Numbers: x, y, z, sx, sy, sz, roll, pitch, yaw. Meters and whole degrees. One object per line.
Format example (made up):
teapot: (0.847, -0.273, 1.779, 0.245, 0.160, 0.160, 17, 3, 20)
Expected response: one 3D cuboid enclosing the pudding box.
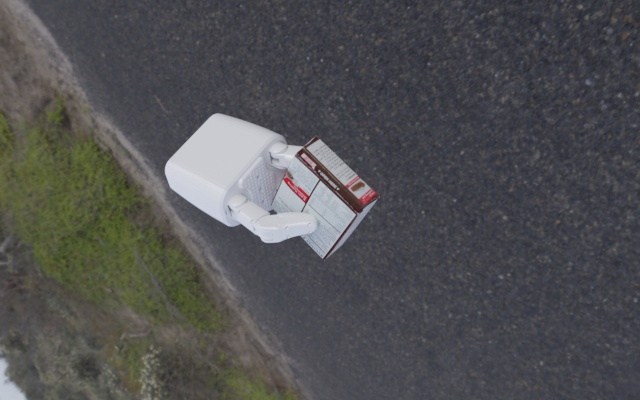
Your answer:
pudding box: (0.000, 0.002, 0.503, 0.039, 0.090, 0.113, -41, -10, -32)
